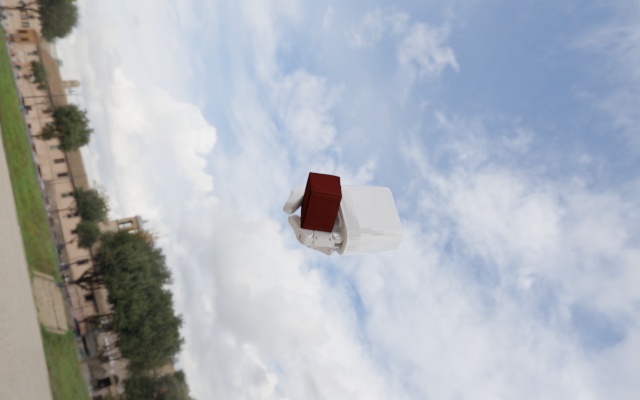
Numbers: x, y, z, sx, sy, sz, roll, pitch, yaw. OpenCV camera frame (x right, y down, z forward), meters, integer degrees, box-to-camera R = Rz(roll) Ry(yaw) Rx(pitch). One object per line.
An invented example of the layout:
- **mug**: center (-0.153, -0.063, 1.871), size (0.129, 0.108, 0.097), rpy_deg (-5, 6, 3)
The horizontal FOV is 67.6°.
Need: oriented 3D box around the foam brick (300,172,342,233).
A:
- **foam brick**: center (0.000, 0.002, 0.747), size (0.051, 0.078, 0.053), rpy_deg (8, 40, -8)
